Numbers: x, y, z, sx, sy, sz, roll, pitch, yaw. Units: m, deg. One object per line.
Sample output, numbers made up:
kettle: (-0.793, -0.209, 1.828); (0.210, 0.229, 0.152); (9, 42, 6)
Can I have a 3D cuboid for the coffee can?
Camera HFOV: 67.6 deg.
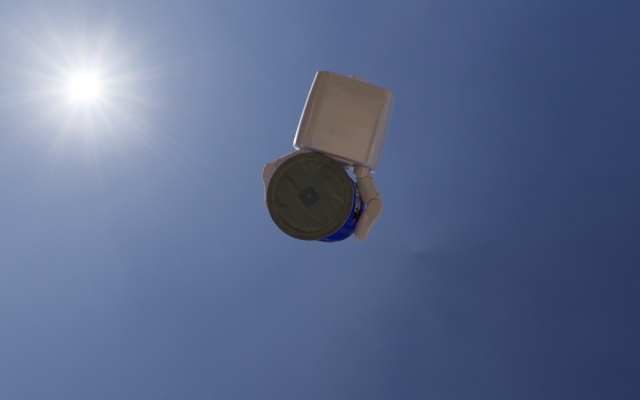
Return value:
coffee can: (0.000, 0.002, 0.616); (0.103, 0.103, 0.140); (0, -6, 11)
